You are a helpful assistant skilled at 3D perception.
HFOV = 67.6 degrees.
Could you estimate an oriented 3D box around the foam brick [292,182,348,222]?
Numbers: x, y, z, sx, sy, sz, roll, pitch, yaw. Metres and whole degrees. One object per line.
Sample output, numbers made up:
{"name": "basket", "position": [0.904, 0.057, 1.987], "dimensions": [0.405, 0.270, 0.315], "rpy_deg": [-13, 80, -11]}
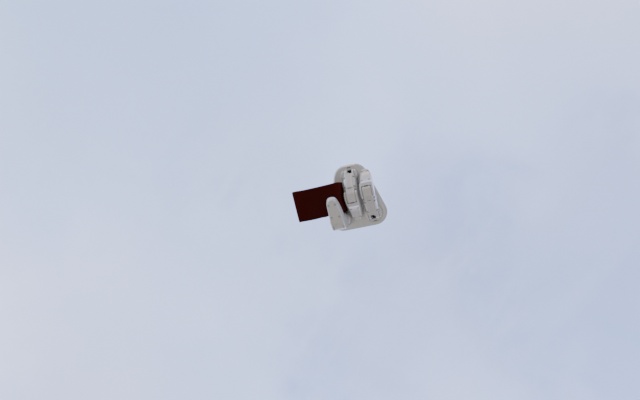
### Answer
{"name": "foam brick", "position": [0.000, 0.003, 0.797], "dimensions": [0.078, 0.053, 0.051], "rpy_deg": [-12, 0, 11]}
